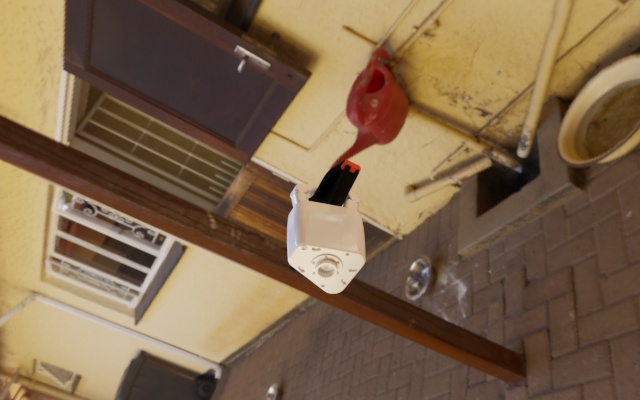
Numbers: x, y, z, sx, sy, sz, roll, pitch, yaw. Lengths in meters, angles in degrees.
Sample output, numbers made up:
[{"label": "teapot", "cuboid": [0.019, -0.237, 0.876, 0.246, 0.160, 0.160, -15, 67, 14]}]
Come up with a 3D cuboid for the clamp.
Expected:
[{"label": "clamp", "cuboid": [0.000, 0.002, 0.842, 0.036, 0.210, 0.164, 23, 31, -20]}]
